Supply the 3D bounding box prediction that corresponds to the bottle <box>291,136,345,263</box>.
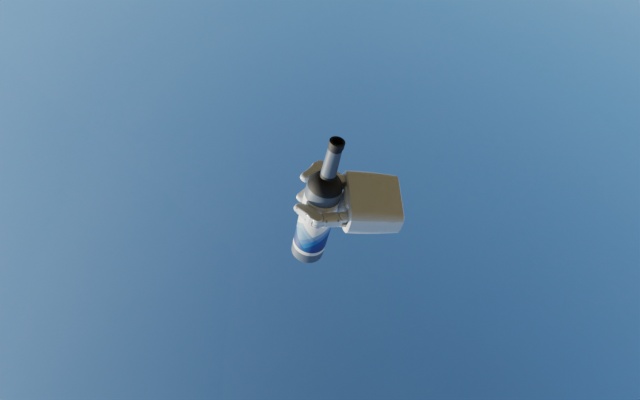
[{"bbox_3d":[0.000,0.003,0.889,0.069,0.069,0.296,0,-43,-15],"label":"bottle"}]
